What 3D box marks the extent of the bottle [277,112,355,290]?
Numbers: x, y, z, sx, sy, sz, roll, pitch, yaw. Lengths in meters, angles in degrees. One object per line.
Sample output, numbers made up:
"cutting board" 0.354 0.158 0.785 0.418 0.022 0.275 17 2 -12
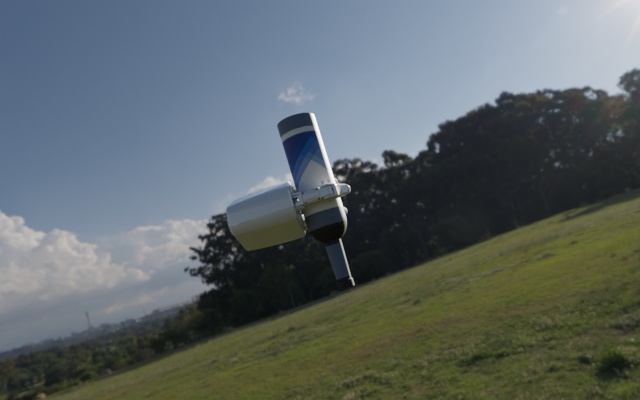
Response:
"bottle" 0.000 0.002 0.795 0.069 0.295 0.069 -17 -8 -3
